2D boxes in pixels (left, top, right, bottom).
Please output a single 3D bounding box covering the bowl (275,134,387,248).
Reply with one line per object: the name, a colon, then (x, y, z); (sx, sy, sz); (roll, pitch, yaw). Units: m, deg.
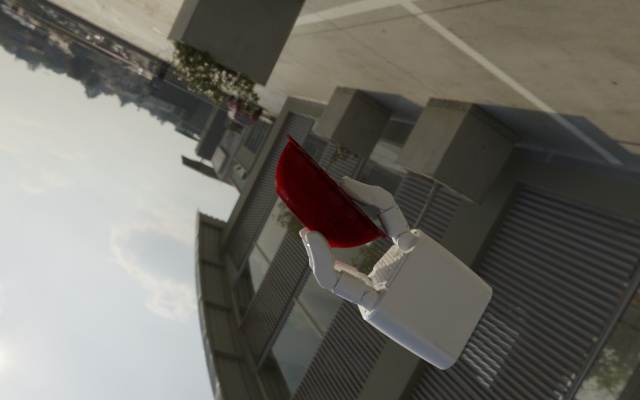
bowl: (-0.001, 0.001, 0.538); (0.055, 0.162, 0.162); (-43, -2, 2)
